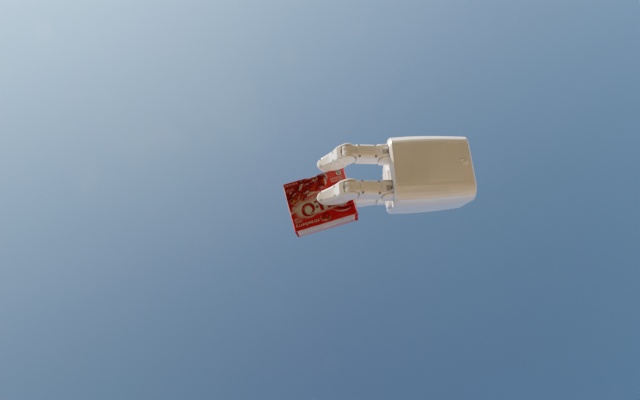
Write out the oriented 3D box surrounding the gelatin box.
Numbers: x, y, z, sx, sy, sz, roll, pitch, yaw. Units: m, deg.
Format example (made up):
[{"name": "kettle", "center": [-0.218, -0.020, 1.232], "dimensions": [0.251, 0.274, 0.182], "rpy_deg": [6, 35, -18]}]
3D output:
[{"name": "gelatin box", "center": [0.000, 0.002, 0.659], "dimensions": [0.089, 0.073, 0.030], "rpy_deg": [-16, -23, 0]}]
